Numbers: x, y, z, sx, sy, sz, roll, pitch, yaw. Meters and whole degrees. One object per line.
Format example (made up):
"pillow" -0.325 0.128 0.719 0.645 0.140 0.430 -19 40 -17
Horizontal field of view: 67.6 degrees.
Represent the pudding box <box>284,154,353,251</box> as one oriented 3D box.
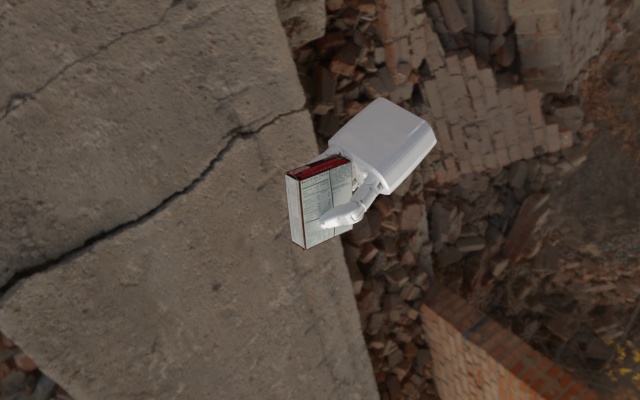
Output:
"pudding box" 0.000 0.002 0.659 0.090 0.113 0.039 -22 31 -30
